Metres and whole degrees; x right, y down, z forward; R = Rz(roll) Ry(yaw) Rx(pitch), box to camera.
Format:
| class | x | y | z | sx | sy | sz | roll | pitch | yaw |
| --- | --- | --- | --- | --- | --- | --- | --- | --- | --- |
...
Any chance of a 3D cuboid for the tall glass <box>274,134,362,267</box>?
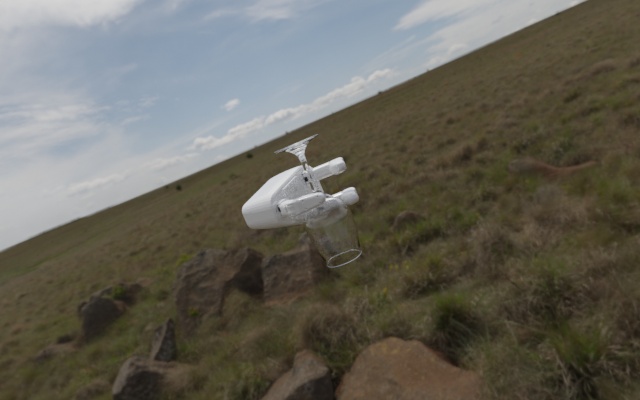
| class | x | y | z | sx | sy | sz | roll | pitch | yaw |
| --- | --- | --- | --- | --- | --- | --- | --- | --- | --- |
| tall glass | 0.000 | 0.002 | 0.753 | 0.079 | 0.201 | 0.079 | -22 | 8 | 3 |
